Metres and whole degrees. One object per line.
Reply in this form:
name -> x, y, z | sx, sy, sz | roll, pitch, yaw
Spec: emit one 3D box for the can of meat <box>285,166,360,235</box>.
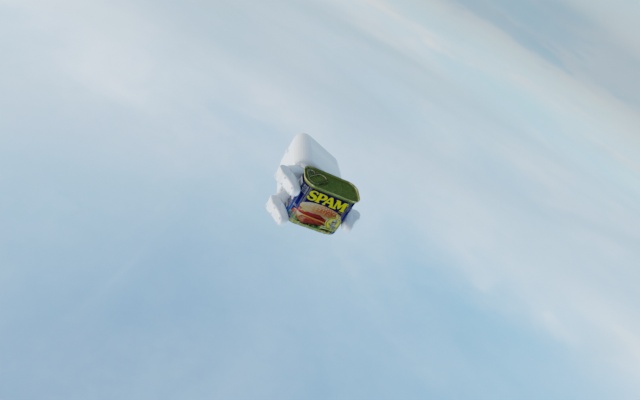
can of meat -> 0.000, 0.003, 0.792 | 0.102, 0.084, 0.057 | 21, 32, -19
